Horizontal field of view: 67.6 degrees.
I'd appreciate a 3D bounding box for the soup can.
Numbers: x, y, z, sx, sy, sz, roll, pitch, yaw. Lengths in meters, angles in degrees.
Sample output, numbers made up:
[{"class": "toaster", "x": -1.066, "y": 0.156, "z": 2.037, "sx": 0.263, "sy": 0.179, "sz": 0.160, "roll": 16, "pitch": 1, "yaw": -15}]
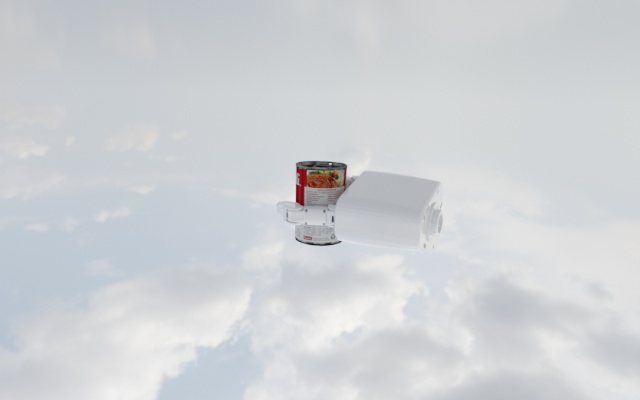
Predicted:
[{"class": "soup can", "x": 0.000, "y": 0.002, "z": 0.631, "sx": 0.068, "sy": 0.102, "sz": 0.068, "roll": 2, "pitch": 12, "yaw": 0}]
